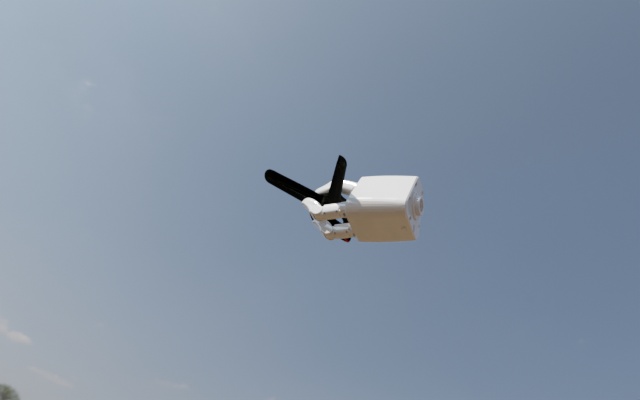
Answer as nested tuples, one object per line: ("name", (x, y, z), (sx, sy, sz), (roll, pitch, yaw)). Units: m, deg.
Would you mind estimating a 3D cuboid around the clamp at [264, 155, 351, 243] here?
("clamp", (0.001, 0.003, 0.888), (0.164, 0.036, 0.210), (-2, -43, 26))
